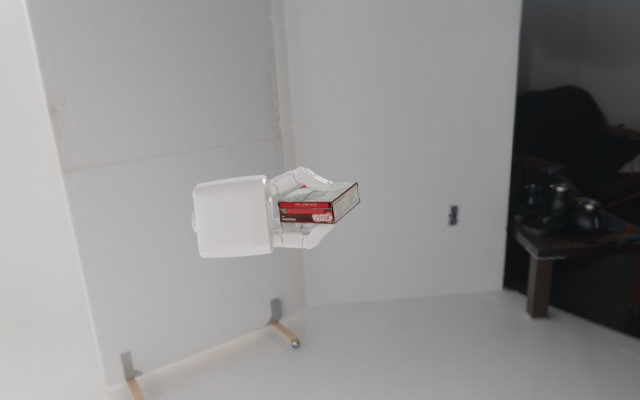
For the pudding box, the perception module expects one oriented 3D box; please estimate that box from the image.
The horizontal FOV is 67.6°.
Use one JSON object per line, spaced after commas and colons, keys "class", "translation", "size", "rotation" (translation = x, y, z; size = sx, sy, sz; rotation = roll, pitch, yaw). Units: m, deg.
{"class": "pudding box", "translation": [0.000, 0.002, 0.729], "size": [0.090, 0.039, 0.113], "rotation": [2, 19, 25]}
